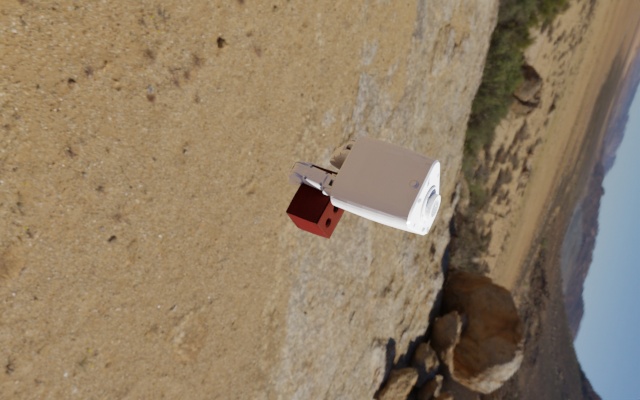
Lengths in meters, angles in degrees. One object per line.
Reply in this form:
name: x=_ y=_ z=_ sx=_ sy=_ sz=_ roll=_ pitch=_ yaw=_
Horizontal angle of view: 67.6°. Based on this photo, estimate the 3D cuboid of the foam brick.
foam brick: x=0.000 y=0.002 z=0.634 sx=0.051 sy=0.078 sz=0.053 roll=21 pitch=-17 yaw=27
